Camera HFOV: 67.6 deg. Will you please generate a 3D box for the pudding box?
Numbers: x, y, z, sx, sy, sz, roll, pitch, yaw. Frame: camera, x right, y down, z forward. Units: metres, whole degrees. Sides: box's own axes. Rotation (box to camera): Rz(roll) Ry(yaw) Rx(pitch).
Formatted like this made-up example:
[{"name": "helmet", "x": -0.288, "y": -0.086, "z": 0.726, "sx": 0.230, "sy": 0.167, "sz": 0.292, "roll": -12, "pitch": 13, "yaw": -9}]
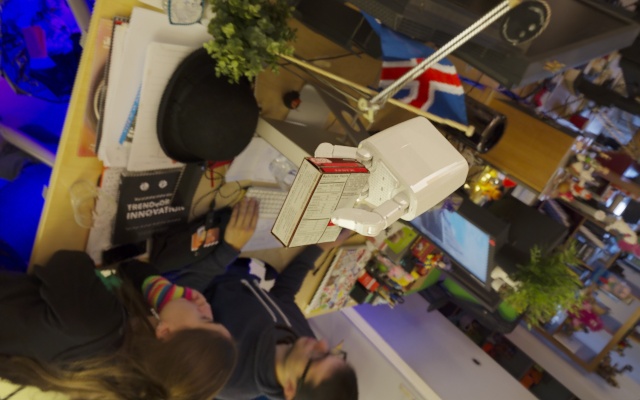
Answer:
[{"name": "pudding box", "x": 0.000, "y": 0.002, "z": 0.580, "sx": 0.090, "sy": 0.113, "sz": 0.039, "roll": -3, "pitch": 36, "yaw": -46}]
